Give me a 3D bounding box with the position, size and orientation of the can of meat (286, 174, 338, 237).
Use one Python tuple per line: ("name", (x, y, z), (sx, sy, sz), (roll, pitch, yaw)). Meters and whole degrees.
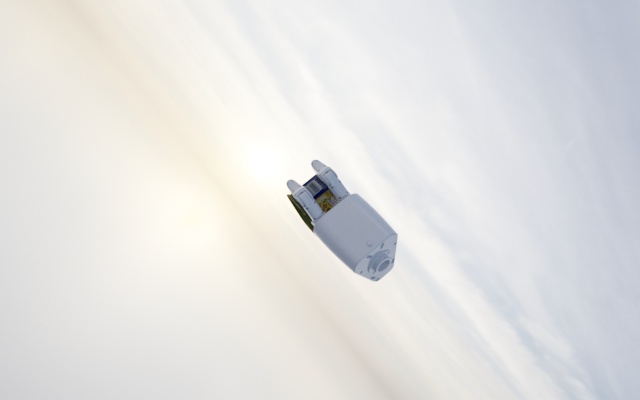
("can of meat", (0.000, 0.003, 0.839), (0.057, 0.084, 0.102), (45, -10, 39))
